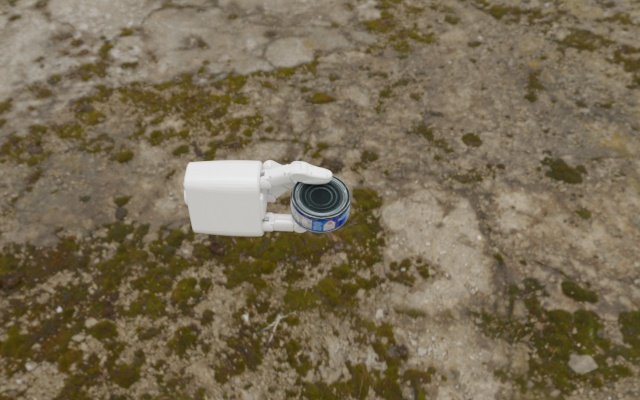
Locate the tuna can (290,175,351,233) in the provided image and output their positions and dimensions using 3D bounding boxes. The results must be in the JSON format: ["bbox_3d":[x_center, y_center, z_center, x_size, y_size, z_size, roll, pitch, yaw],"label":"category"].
[{"bbox_3d":[0.000,0.002,0.678,0.086,0.086,0.034,0,-38,-4],"label":"tuna can"}]
